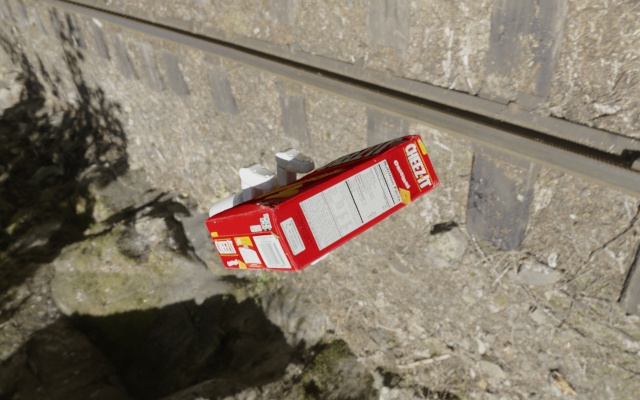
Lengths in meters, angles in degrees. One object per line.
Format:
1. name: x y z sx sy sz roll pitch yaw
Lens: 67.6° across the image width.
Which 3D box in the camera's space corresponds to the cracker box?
1. cracker box: 0.000 0.002 0.541 0.213 0.072 0.164 -28 10 -33
